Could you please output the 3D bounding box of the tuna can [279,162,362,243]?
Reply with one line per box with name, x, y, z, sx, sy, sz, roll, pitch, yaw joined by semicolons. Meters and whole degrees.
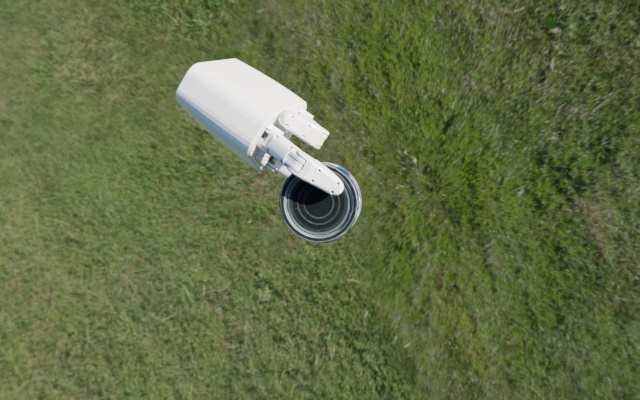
tuna can;0.000;0.002;0.509;0.086;0.086;0.034;0;4;9
